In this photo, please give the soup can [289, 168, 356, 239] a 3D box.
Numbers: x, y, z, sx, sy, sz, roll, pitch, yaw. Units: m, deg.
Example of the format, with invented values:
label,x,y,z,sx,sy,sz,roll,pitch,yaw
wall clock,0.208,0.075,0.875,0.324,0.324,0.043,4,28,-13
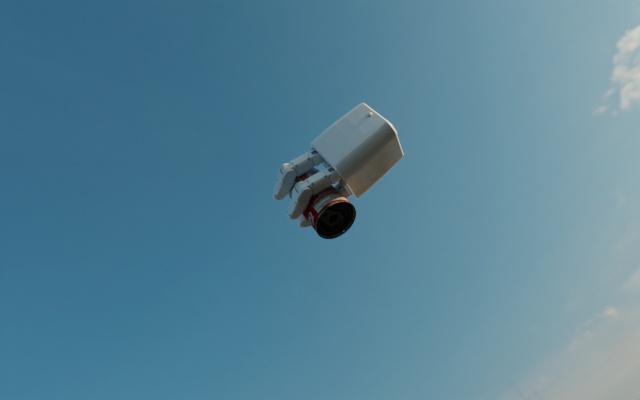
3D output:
label,x,y,z,sx,sy,sz,roll,pitch,yaw
soup can,0.000,0.003,0.736,0.068,0.068,0.102,0,33,-34
